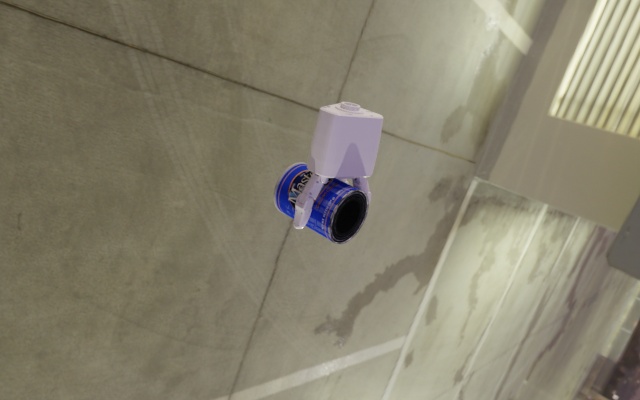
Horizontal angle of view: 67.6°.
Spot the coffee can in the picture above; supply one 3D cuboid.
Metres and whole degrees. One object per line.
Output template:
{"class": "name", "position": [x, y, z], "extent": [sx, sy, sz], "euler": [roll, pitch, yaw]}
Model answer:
{"class": "coffee can", "position": [0.000, 0.003, 0.853], "extent": [0.140, 0.103, 0.103], "euler": [28, 17, 35]}
